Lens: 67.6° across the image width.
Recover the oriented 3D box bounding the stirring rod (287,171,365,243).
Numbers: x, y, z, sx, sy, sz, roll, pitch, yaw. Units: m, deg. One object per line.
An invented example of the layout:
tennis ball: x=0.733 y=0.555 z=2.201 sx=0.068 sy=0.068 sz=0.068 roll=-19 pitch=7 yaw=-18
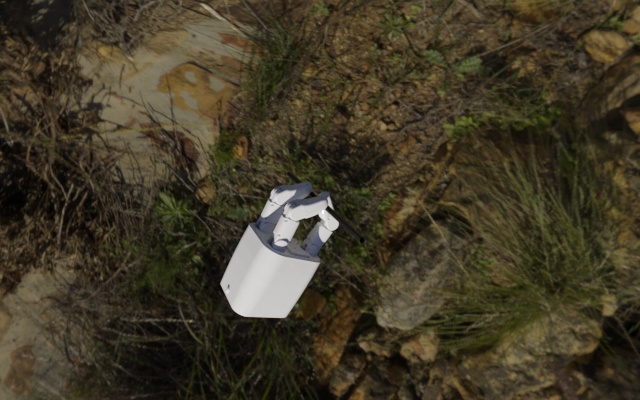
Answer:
stirring rod: x=0.000 y=0.002 z=0.676 sx=0.011 sy=0.011 sz=0.239 roll=0 pitch=22 yaw=-27
